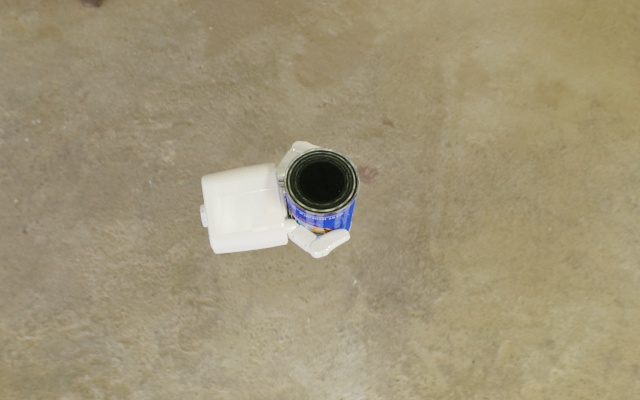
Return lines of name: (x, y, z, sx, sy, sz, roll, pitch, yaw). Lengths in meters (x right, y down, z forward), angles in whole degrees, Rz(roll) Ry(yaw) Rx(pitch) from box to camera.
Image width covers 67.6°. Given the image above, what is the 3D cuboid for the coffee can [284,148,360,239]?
coffee can: (0.000, 0.002, 0.702, 0.103, 0.102, 0.140, 0, -25, -2)
